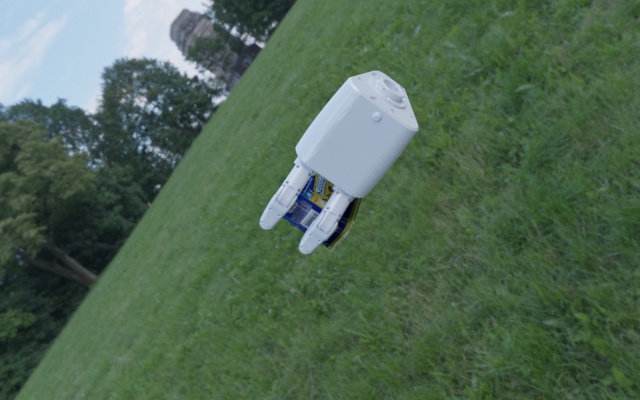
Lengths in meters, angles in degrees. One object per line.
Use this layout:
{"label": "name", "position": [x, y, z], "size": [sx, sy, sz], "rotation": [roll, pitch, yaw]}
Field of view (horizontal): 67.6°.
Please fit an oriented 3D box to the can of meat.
{"label": "can of meat", "position": [0.000, 0.002, 0.603], "size": [0.084, 0.057, 0.102], "rotation": [34, 36, -8]}
